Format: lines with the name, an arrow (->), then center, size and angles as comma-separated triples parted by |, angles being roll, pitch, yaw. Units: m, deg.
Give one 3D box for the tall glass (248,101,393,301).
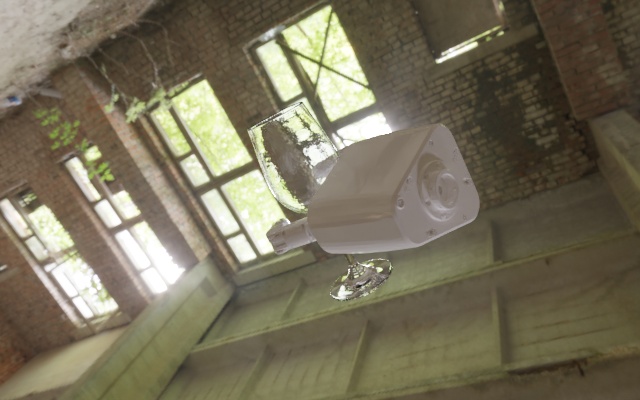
tall glass -> 0.000, 0.002, 0.495 | 0.079, 0.201, 0.079 | -26, 15, 7
